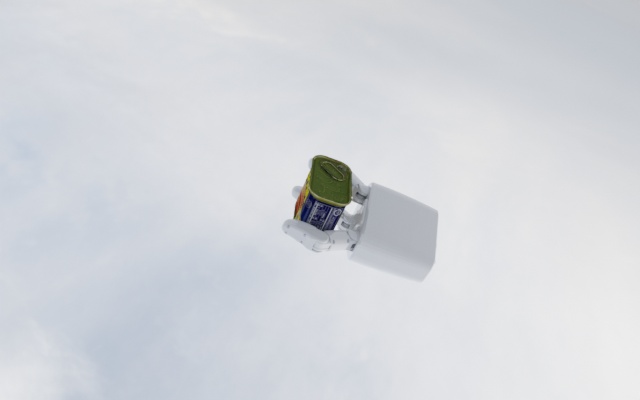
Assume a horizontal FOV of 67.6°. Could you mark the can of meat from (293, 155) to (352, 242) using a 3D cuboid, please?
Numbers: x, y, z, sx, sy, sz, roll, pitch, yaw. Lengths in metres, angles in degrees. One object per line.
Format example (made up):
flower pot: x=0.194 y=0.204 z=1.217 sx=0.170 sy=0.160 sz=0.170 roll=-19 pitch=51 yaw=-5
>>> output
can of meat: x=0.000 y=0.002 z=0.639 sx=0.057 sy=0.084 sz=0.102 roll=19 pitch=34 yaw=-9
